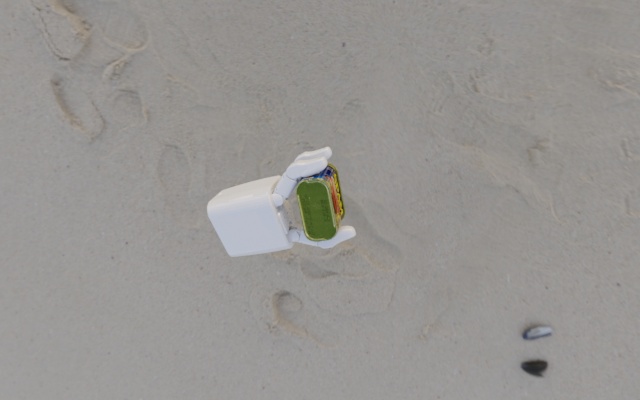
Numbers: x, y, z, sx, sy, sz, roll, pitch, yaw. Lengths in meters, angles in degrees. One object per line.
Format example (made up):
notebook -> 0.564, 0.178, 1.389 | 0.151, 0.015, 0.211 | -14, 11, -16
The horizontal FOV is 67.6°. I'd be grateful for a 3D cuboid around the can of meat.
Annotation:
can of meat -> 0.000, 0.003, 0.728 | 0.057, 0.102, 0.084 | -8, 17, 12
